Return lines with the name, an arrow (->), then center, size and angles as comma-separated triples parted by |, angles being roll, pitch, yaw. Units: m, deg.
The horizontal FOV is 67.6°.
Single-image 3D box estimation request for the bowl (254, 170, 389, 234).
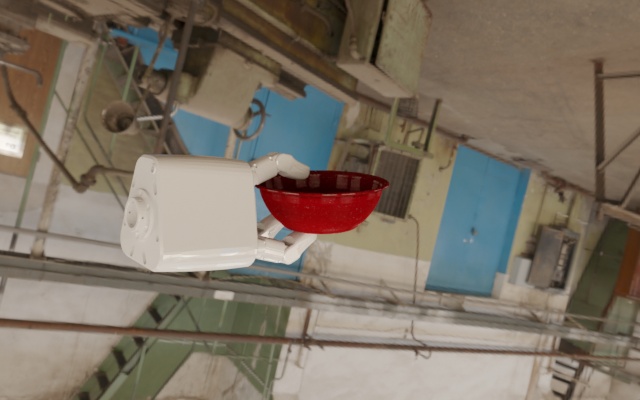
bowl -> 0.001, 0.002, 0.573 | 0.162, 0.055, 0.162 | 0, 12, 0
